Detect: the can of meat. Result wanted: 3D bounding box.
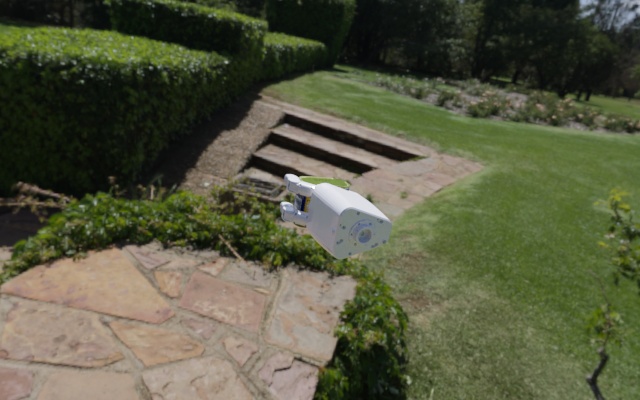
[{"bbox_3d":[0.000,0.003,0.899,0.102,0.084,0.057,2,21,-23],"label":"can of meat"}]
